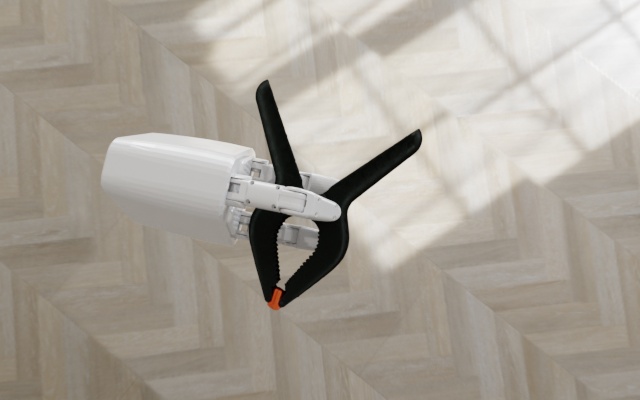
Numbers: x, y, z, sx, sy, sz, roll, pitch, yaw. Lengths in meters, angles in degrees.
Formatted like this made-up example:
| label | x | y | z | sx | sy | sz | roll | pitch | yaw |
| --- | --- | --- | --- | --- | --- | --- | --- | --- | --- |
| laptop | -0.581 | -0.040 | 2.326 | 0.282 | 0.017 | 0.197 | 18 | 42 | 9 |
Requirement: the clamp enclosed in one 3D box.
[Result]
| label | x | y | z | sx | sy | sz | roll | pitch | yaw |
| --- | --- | --- | --- | --- | --- | --- | --- | --- | --- |
| clamp | 0.000 | 0.002 | 0.448 | 0.164 | 0.210 | 0.036 | 12 | -5 | 3 |
